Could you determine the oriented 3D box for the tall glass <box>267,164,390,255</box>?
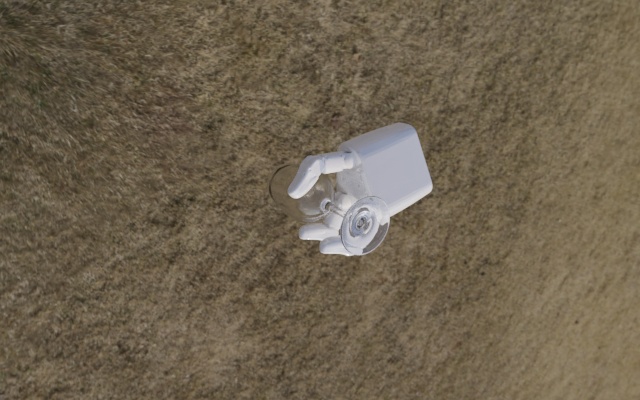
[{"bbox_3d":[0.000,0.002,0.643,0.079,0.079,0.201,0,16,-35],"label":"tall glass"}]
